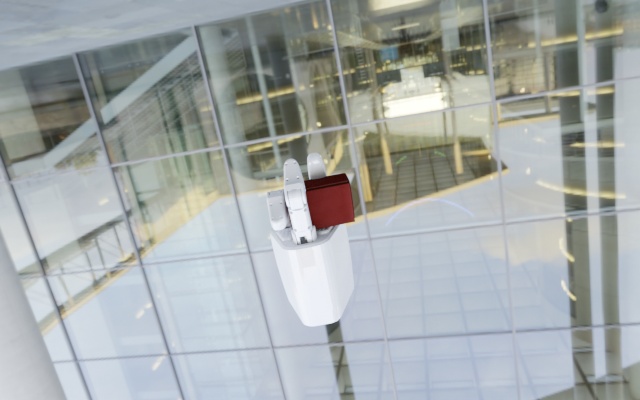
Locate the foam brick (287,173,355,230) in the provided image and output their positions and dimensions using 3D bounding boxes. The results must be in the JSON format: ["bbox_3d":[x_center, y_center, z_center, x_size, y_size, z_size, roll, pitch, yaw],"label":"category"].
[{"bbox_3d":[0.000,0.002,0.582,0.078,0.051,0.053,-11,14,2],"label":"foam brick"}]
